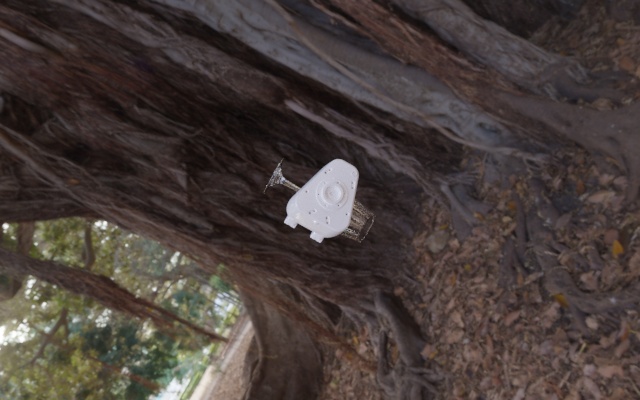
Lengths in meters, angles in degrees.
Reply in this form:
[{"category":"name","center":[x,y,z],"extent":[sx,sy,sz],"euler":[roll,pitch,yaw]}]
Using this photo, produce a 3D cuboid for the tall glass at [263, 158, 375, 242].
[{"category":"tall glass","center":[0.000,0.003,0.881],"extent":[0.201,0.079,0.079],"euler":[29,-2,-4]}]
